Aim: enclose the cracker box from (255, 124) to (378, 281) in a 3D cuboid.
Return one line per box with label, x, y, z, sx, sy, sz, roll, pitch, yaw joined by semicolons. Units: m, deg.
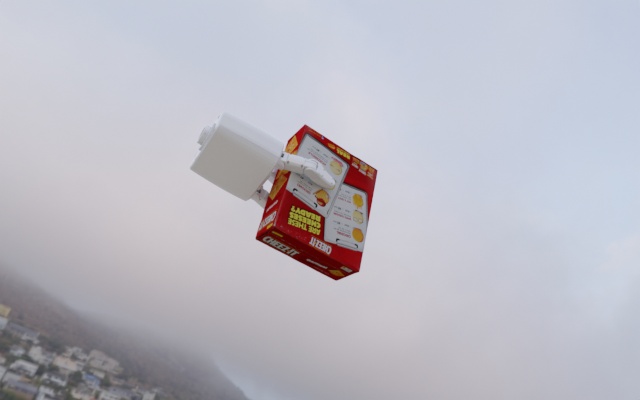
cracker box;0.000;0.002;0.799;0.164;0.213;0.072;30;-37;-21
